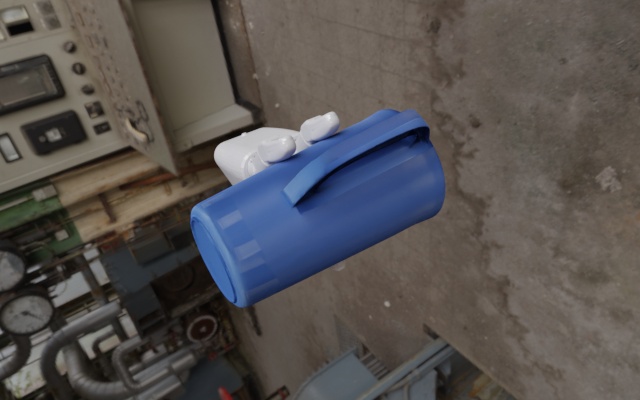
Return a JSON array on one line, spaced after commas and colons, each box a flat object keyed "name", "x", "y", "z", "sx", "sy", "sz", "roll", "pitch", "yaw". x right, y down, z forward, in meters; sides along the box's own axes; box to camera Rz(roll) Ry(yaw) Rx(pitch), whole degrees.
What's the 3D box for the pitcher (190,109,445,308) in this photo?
[{"name": "pitcher", "x": 0.000, "y": 0.002, "z": 0.484, "sx": 0.243, "sy": 0.149, "sz": 0.145, "roll": -26, "pitch": 26, "yaw": -24}]
